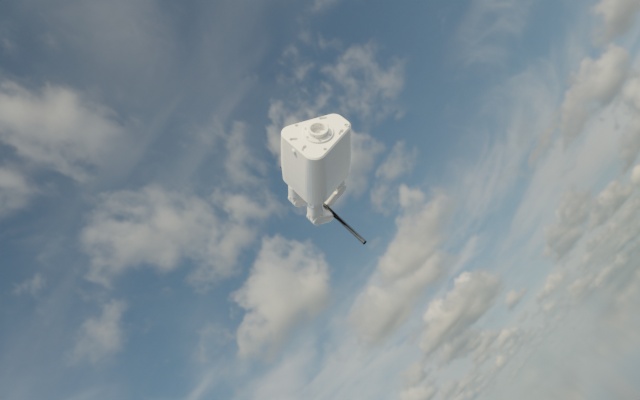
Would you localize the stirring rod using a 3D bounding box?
[{"bbox_3d":[0.000,0.003,0.889,0.239,0.011,0.011,43,24,30],"label":"stirring rod"}]
